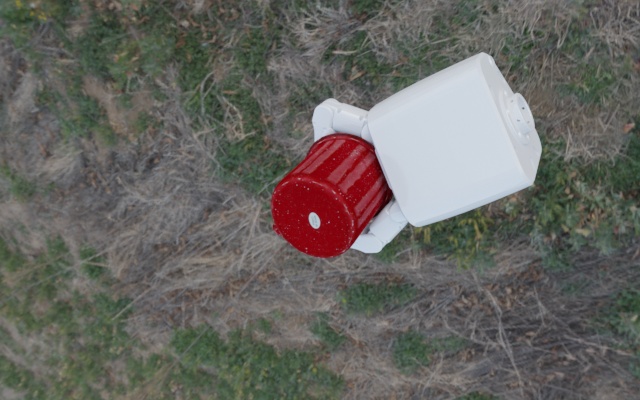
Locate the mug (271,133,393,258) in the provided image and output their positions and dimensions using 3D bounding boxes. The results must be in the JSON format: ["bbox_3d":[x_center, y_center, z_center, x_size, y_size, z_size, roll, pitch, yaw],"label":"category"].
[{"bbox_3d":[-0.001,0.002,0.434,0.117,0.093,0.081,-24,15,37],"label":"mug"}]
